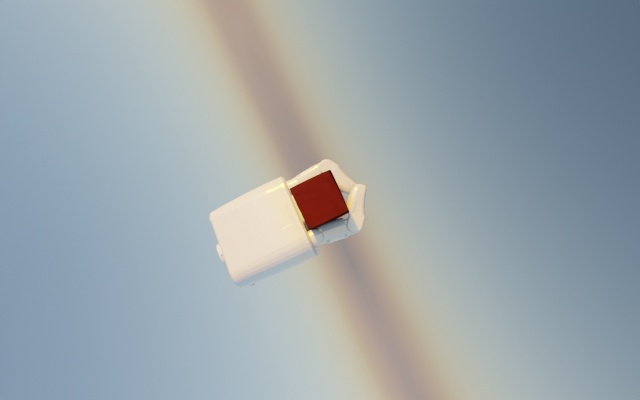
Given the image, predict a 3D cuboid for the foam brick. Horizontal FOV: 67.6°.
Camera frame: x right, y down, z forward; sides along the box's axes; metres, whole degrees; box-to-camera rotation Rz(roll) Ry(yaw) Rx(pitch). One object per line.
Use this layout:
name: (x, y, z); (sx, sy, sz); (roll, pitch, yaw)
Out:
foam brick: (0.000, 0.002, 0.563); (0.051, 0.053, 0.078); (-25, -5, 0)
